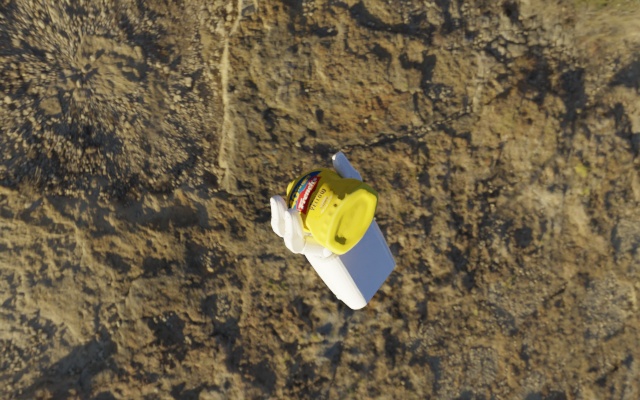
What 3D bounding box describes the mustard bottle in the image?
[{"bbox_3d":[0.000,0.002,0.676,0.058,0.096,0.191,31,-1,-29],"label":"mustard bottle"}]
